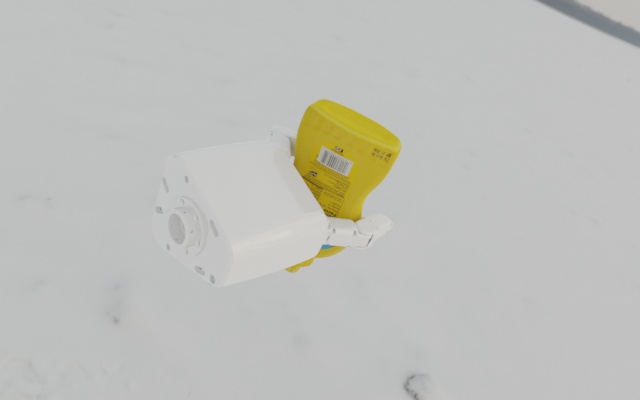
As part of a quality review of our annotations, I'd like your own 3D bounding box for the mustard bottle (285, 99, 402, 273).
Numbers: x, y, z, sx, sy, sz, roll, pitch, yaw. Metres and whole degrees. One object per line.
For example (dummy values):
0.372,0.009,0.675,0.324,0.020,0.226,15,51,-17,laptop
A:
0.000,0.001,0.490,0.096,0.192,0.058,29,31,7,mustard bottle
